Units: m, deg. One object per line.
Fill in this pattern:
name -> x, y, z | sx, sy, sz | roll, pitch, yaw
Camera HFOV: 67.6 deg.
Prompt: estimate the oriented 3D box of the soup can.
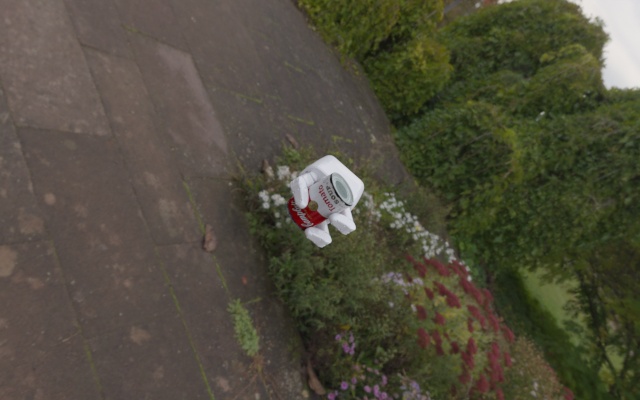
soup can -> 0.000, 0.003, 0.847 | 0.102, 0.068, 0.068 | -30, -14, 25
